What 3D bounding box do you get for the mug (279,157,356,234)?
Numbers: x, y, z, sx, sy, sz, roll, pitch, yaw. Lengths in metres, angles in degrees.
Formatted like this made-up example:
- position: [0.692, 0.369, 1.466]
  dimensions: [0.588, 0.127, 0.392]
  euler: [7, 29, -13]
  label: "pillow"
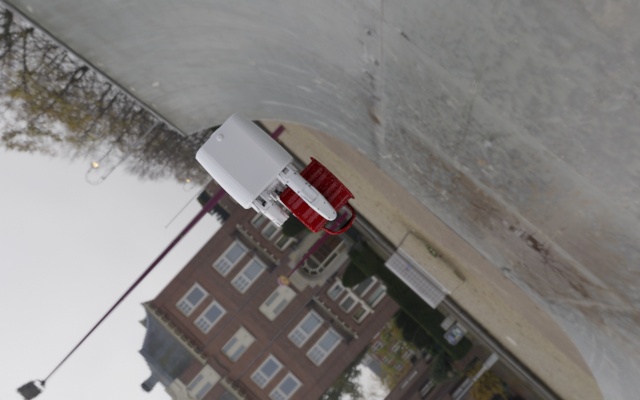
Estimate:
- position: [0.001, 0.004, 0.728]
  dimensions: [0.117, 0.081, 0.093]
  euler: [43, -1, 2]
  label: "mug"
